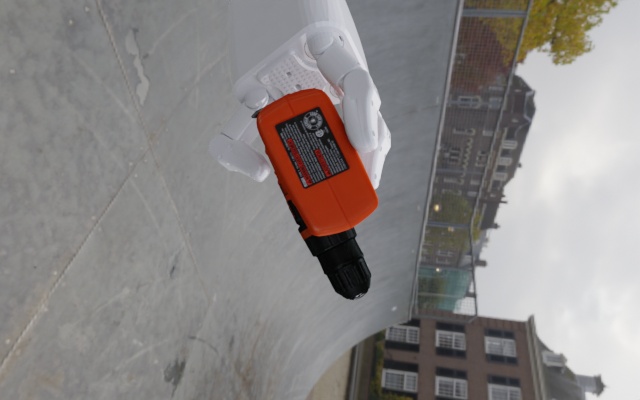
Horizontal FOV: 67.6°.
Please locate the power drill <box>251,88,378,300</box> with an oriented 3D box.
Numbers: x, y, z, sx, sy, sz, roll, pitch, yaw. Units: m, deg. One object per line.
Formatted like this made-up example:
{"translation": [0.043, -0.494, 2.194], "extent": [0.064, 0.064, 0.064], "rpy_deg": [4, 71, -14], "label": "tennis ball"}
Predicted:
{"translation": [0.000, 0.001, 0.410], "extent": [0.057, 0.184, 0.188], "rpy_deg": [-27, -8, -8], "label": "power drill"}
